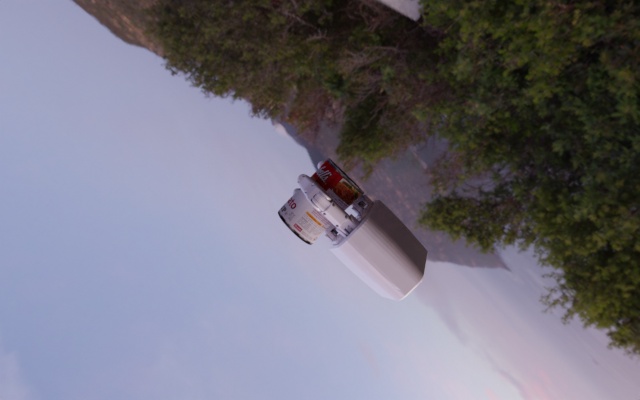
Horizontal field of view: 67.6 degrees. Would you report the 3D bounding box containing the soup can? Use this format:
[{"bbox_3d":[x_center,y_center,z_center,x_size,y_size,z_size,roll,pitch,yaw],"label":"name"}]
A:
[{"bbox_3d":[0.000,0.002,0.650,0.068,0.102,0.068,44,6,-6],"label":"soup can"}]
